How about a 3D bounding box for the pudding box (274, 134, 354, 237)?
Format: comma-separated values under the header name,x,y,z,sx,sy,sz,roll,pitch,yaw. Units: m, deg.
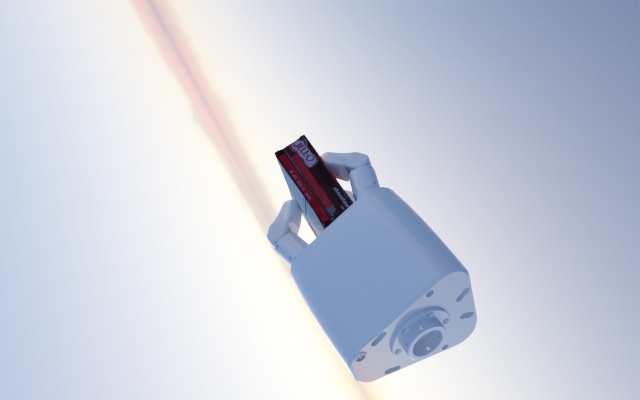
name,x,y,z,sx,sy,sz,roll,pitch,yaw
pudding box,0.000,0.002,0.465,0.039,0.090,0.113,-30,-21,-8
